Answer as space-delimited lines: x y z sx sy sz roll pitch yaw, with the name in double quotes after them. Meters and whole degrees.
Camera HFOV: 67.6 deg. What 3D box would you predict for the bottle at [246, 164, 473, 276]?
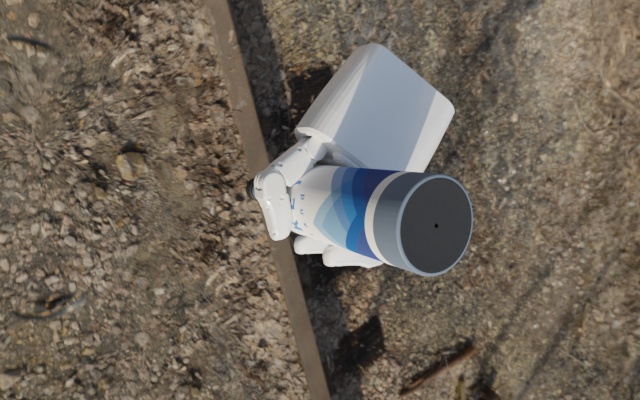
0.000 0.001 0.430 0.069 0.069 0.295 0 6 -31 "bottle"
